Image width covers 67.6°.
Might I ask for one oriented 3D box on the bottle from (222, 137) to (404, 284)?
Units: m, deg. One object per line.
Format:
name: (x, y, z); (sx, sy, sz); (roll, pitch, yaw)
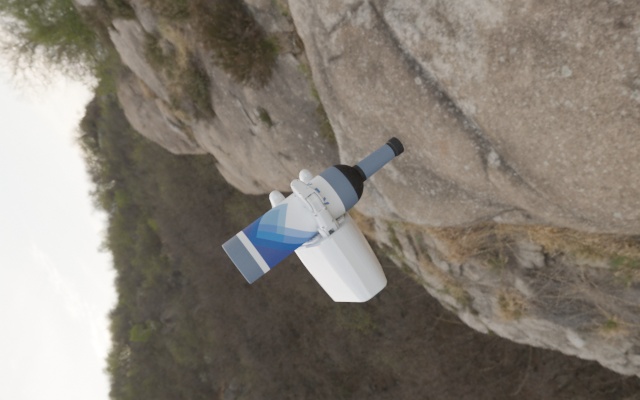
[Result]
bottle: (0.000, 0.002, 0.683); (0.295, 0.069, 0.069); (-37, 8, -11)
